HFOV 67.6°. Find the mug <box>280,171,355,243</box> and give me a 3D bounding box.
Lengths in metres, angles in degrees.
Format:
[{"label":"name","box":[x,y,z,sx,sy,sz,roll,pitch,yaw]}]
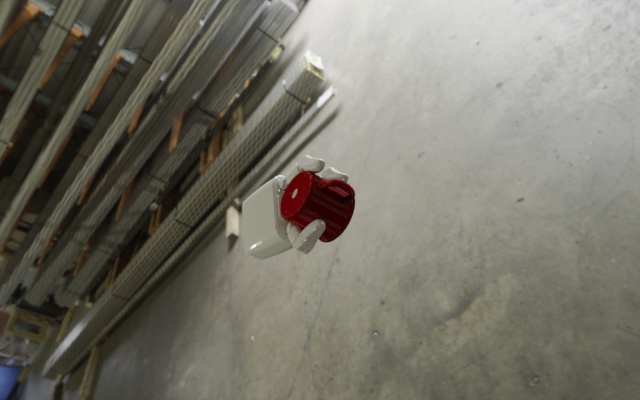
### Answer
[{"label":"mug","box":[0.001,0.002,0.721,0.081,0.093,0.117,28,-38,-29]}]
